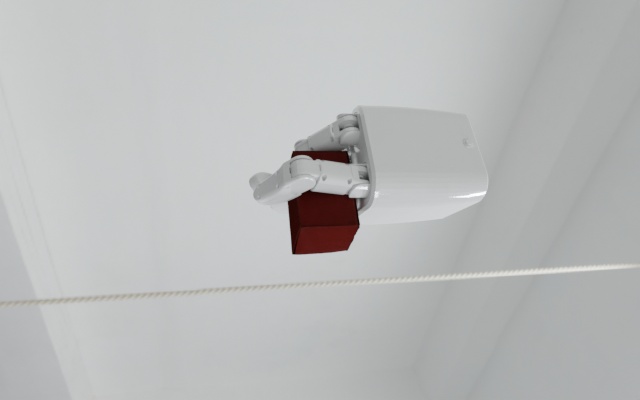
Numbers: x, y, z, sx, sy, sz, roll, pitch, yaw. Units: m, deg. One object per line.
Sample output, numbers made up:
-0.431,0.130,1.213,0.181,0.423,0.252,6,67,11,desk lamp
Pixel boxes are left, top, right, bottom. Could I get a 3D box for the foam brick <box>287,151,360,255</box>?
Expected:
0.000,0.002,0.419,0.051,0.078,0.053,0,-30,-12,foam brick
